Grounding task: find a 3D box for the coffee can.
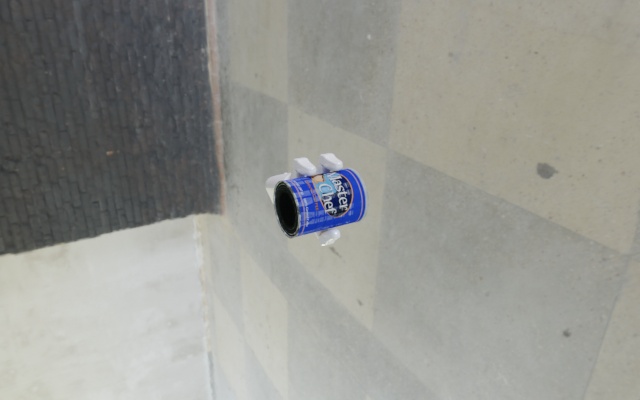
[{"bbox_3d":[0.000,0.003,0.854,0.140,0.103,0.103,-12,6,-27],"label":"coffee can"}]
